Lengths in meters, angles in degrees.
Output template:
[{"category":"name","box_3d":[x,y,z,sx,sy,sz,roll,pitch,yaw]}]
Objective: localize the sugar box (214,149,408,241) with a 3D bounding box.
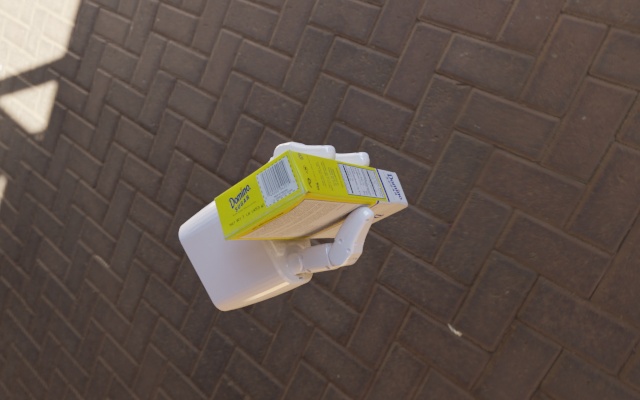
[{"category":"sugar box","box_3d":[0.000,0.001,0.447,0.093,0.048,0.176,-28,-17,30]}]
